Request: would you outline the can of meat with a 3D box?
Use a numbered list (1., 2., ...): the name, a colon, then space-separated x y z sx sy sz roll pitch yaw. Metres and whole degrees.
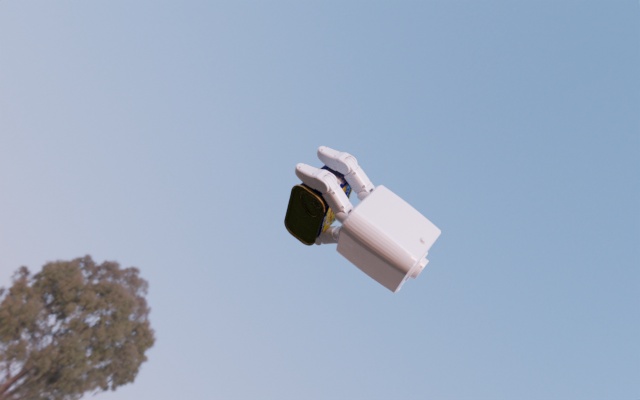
1. can of meat: 0.000 0.002 0.690 0.057 0.102 0.084 35 48 17
